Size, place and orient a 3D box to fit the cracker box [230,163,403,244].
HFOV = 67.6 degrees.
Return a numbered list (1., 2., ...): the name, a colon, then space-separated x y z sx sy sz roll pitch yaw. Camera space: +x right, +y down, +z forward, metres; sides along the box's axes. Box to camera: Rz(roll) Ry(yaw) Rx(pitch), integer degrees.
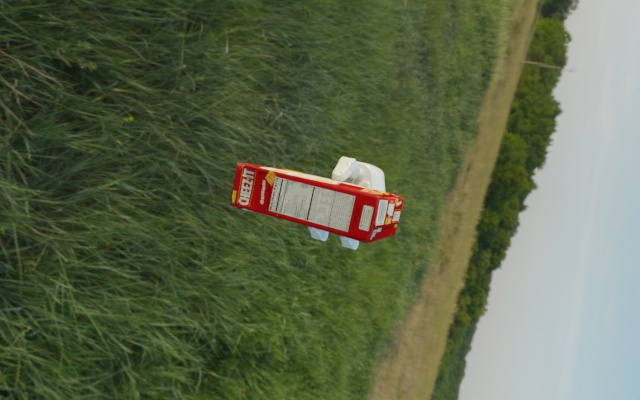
1. cracker box: 0.000 0.002 0.713 0.213 0.072 0.164 14 5 20
